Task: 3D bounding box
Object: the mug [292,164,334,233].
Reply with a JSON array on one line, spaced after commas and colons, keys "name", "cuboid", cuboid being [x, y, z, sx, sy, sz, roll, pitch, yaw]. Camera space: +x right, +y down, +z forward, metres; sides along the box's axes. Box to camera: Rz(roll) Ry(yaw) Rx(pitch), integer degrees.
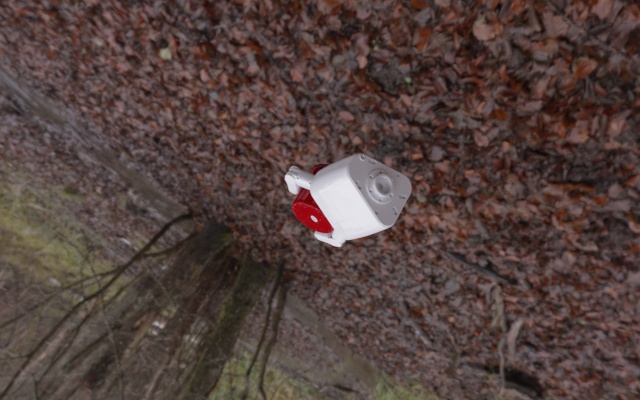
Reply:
[{"name": "mug", "cuboid": [-0.001, 0.003, 0.803, 0.093, 0.081, 0.117, 41, -28, -14]}]
